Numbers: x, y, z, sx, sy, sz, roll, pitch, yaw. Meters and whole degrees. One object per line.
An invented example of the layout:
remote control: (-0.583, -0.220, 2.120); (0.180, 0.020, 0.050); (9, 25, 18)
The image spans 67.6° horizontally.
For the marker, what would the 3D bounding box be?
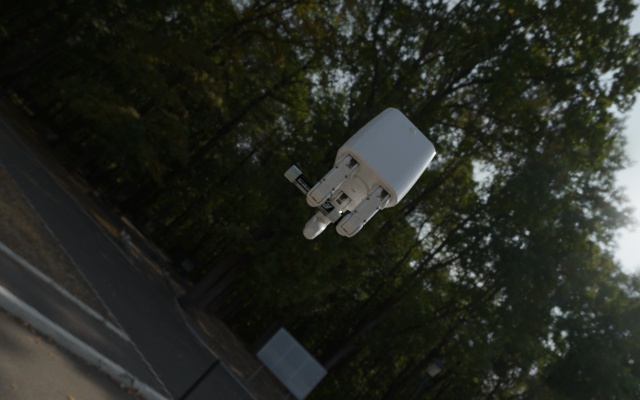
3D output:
marker: (0.000, 0.002, 0.639); (0.020, 0.121, 0.020); (-44, 1, 1)
